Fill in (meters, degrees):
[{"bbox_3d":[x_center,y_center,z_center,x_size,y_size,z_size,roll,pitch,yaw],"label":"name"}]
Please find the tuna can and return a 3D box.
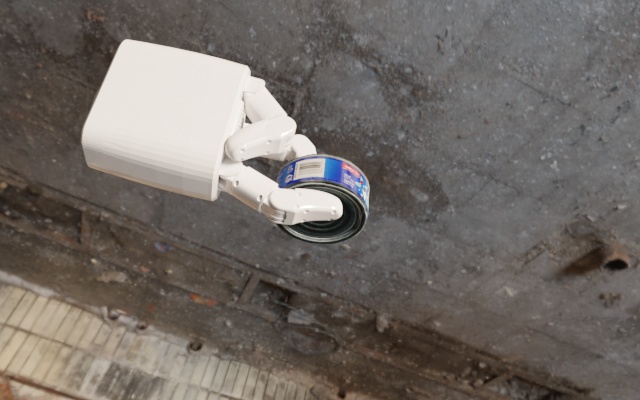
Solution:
[{"bbox_3d":[0.000,0.002,0.420,0.086,0.033,0.086,3,-42,3],"label":"tuna can"}]
